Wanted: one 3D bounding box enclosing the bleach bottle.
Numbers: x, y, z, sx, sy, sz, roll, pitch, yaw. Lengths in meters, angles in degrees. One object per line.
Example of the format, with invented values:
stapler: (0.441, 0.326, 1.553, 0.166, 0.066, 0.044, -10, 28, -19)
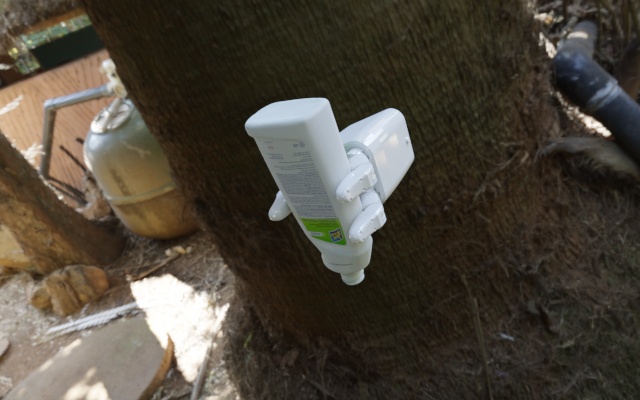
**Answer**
bleach bottle: (0.000, 0.002, 0.595, 0.102, 0.251, 0.068, 3, 36, 36)
